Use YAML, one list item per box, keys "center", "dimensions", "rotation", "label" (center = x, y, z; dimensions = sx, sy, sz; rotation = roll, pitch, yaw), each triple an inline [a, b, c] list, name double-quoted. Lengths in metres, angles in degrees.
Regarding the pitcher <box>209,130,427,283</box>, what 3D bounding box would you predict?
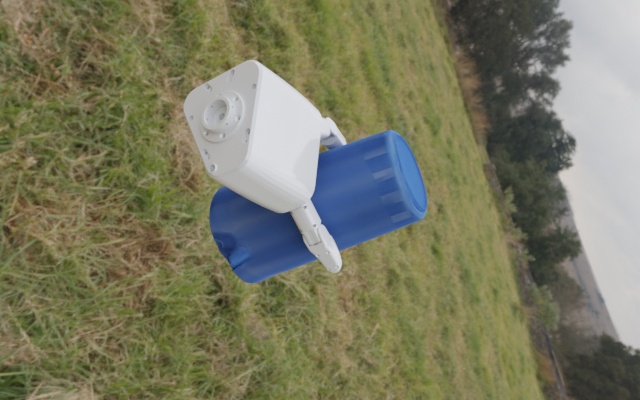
- center: [0.000, 0.002, 0.587]
  dimensions: [0.243, 0.149, 0.145]
  rotation: [-20, -27, 23]
  label: "pitcher"
